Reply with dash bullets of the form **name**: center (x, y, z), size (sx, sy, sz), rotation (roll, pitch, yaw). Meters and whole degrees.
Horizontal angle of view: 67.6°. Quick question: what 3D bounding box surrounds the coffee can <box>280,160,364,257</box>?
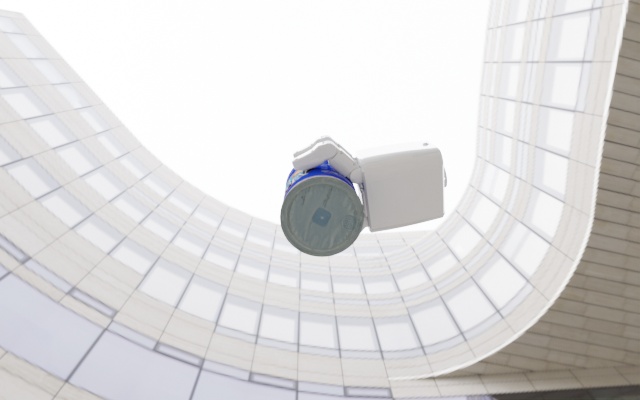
- **coffee can**: center (0.000, 0.002, 0.644), size (0.103, 0.103, 0.140), rotation (0, 16, -2)
